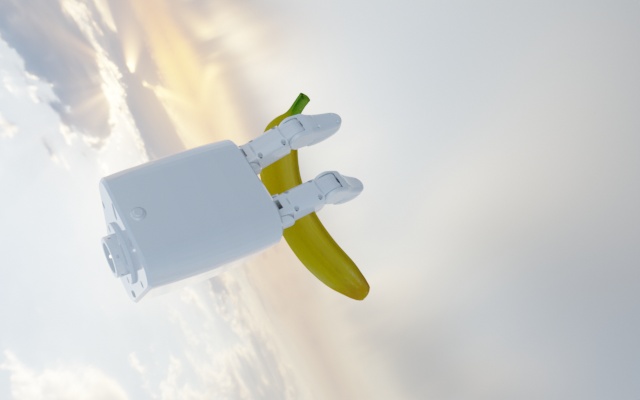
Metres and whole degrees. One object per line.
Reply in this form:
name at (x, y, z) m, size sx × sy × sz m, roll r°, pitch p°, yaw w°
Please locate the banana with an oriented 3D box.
banana at (-0.016, 0.004, 0.442) m, size 0.069 × 0.198 × 0.037 m, roll -21°, pitch -5°, yaw 33°
